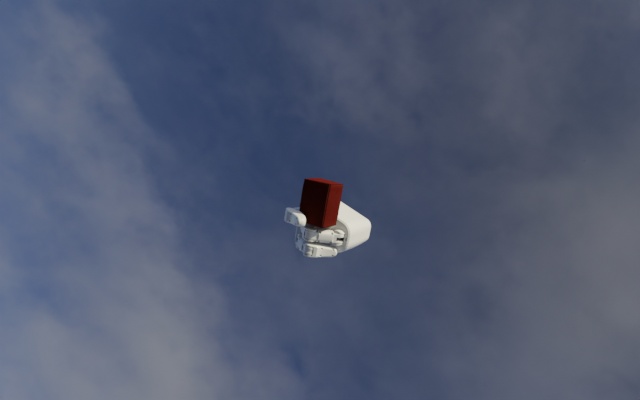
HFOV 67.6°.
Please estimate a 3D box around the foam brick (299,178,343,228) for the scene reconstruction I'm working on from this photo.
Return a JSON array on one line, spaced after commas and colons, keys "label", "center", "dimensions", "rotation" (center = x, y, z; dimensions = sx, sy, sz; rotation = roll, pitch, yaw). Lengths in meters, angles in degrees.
[{"label": "foam brick", "center": [0.000, 0.002, 0.829], "dimensions": [0.053, 0.078, 0.051], "rotation": [16, 12, 28]}]
